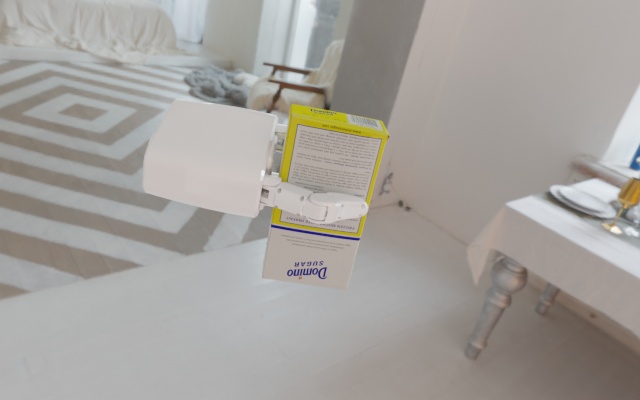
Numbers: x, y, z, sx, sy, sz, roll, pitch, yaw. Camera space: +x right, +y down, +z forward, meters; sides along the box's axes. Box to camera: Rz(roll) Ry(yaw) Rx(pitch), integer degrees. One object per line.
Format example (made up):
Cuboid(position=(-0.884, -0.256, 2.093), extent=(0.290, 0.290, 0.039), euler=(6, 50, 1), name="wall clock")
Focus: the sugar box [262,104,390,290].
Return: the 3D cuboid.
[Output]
Cuboid(position=(0.000, 0.001, 0.476), extent=(0.093, 0.176, 0.048), euler=(10, 27, -7), name="sugar box")
